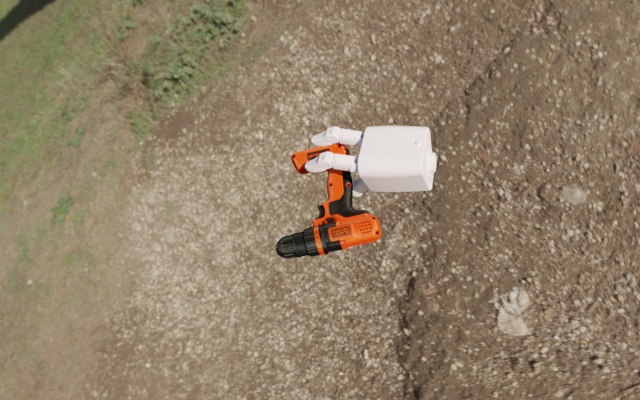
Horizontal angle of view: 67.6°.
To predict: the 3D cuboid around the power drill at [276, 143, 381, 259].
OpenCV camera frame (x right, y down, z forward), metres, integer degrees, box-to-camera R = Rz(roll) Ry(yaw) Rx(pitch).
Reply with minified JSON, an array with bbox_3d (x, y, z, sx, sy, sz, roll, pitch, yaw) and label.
[{"bbox_3d":[0.000,0.002,0.843,0.184,0.187,0.057,-12,-16,4],"label":"power drill"}]
